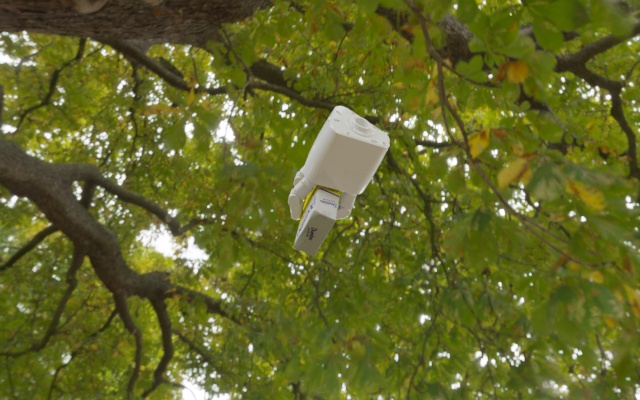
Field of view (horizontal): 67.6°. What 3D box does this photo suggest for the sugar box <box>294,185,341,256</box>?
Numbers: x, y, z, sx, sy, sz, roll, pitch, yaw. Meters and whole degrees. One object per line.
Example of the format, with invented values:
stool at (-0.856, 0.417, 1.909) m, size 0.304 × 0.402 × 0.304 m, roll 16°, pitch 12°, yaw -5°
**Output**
sugar box at (0.000, 0.002, 0.840) m, size 0.048 × 0.093 × 0.176 m, roll 24°, pitch 37°, yaw -7°
